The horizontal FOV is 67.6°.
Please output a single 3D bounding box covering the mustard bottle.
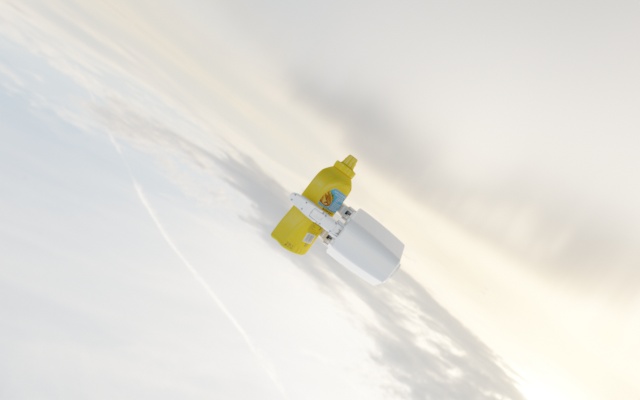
[{"bbox_3d":[0.000,0.003,0.819,0.058,0.191,0.096,39,4,29],"label":"mustard bottle"}]
